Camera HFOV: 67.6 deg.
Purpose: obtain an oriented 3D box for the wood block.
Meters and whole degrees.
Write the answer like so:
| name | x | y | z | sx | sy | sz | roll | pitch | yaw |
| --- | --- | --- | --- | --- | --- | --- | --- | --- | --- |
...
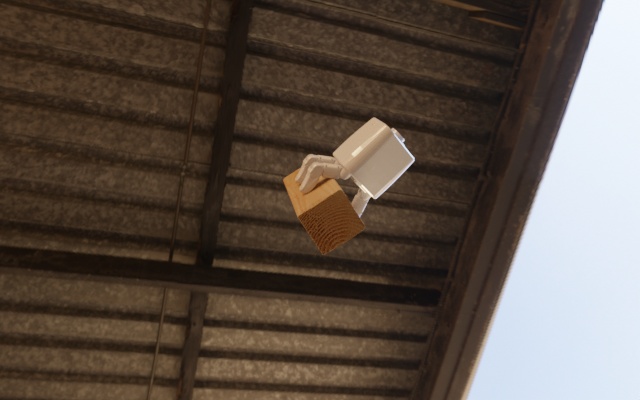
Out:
| name | x | y | z | sx | sy | sz | roll | pitch | yaw |
| --- | --- | --- | --- | --- | --- | --- | --- | --- | --- |
| wood block | 0.001 | 0.003 | 0.900 | 0.090 | 0.091 | 0.206 | -33 | 23 | 2 |
